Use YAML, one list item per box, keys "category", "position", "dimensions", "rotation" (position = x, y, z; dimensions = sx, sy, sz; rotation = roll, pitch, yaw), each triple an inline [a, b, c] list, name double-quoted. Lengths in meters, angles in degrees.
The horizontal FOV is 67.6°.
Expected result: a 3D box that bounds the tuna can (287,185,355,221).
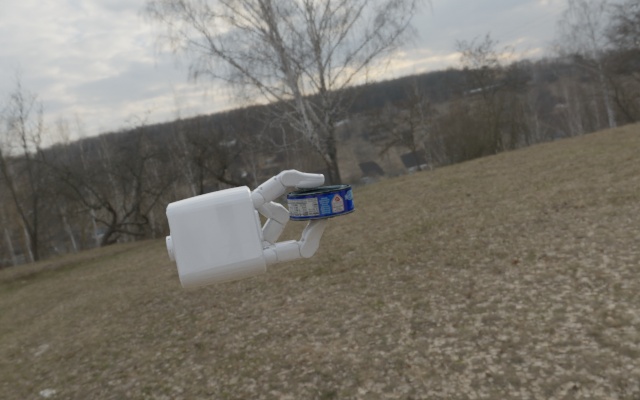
- category: "tuna can"
  position: [0.000, 0.001, 0.617]
  dimensions: [0.086, 0.034, 0.086]
  rotation: [-8, 6, 1]
